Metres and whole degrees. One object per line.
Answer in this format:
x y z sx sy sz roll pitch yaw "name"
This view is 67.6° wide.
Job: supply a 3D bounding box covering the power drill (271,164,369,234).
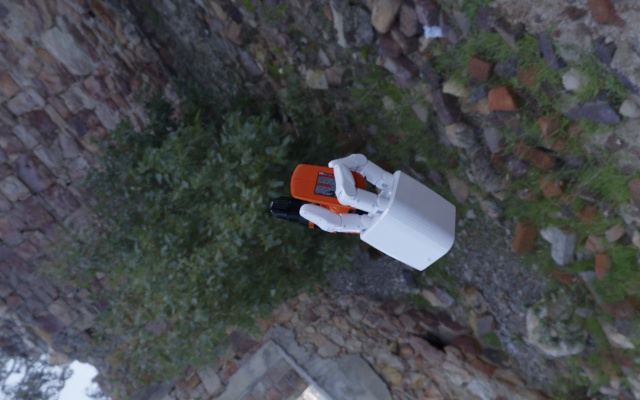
0.000 0.002 0.761 0.184 0.057 0.188 8 -16 6 "power drill"
